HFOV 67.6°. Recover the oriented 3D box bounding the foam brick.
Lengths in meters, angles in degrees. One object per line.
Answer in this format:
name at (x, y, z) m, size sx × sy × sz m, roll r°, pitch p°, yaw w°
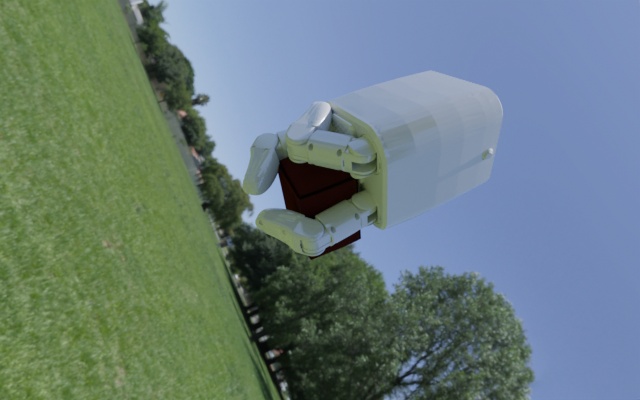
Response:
foam brick at (0.000, 0.002, 0.406) m, size 0.051 × 0.078 × 0.053 m, roll -22°, pitch 48°, yaw -13°
